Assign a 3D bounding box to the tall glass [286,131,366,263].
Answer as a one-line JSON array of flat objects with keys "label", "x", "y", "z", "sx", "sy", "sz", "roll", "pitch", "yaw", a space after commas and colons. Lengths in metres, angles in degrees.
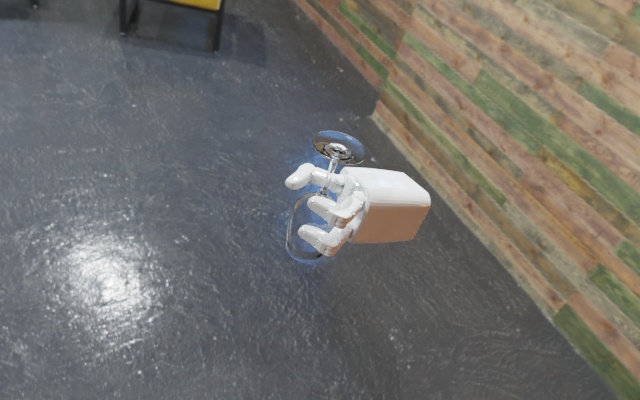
[{"label": "tall glass", "x": 0.000, "y": 0.002, "z": 0.696, "sx": 0.079, "sy": 0.201, "sz": 0.079, "roll": 12, "pitch": 39, "yaw": -10}]
